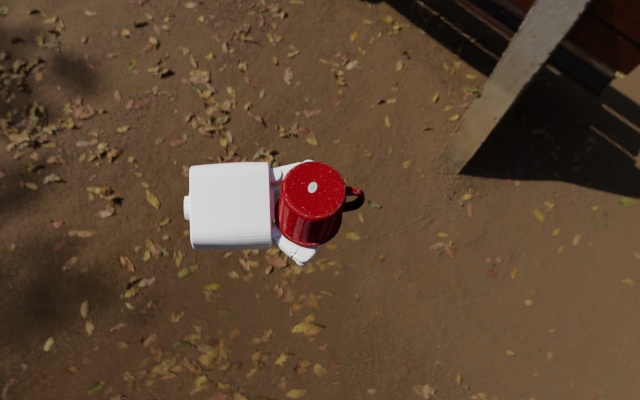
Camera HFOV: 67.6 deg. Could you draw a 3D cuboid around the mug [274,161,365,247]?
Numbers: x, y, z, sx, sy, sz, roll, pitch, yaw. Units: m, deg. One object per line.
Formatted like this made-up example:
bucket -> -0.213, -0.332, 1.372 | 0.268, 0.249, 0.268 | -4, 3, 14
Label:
mug -> 0.002, 0.002, 0.615 | 0.117, 0.093, 0.081 | -2, -25, -9
